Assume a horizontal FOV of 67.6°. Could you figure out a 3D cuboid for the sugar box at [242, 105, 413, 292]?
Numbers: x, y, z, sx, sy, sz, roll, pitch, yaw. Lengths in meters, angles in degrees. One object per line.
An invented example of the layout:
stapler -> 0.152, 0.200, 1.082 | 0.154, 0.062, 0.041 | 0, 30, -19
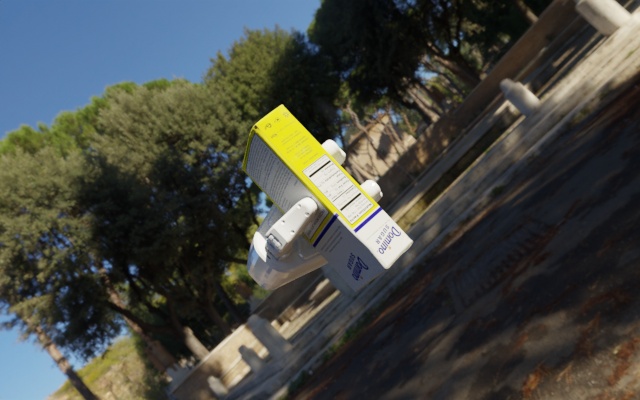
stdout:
sugar box -> 0.000, 0.001, 0.463 | 0.048, 0.176, 0.093 | -42, -7, -26
